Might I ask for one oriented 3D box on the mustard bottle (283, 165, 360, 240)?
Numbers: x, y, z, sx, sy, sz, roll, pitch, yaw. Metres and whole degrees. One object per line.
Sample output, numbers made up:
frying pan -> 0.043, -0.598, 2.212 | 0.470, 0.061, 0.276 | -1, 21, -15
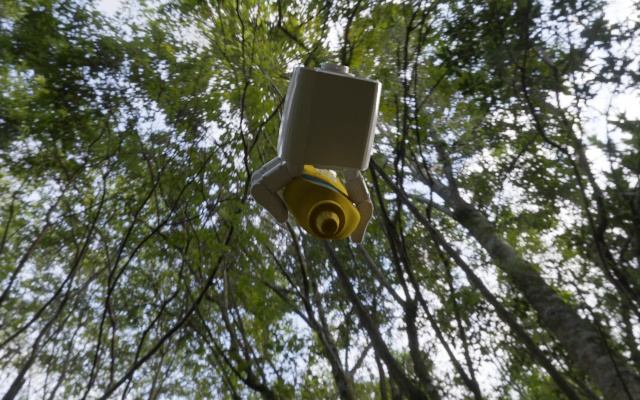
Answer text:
mustard bottle -> 0.000, 0.002, 0.579 | 0.096, 0.058, 0.191 | 33, 9, -13
